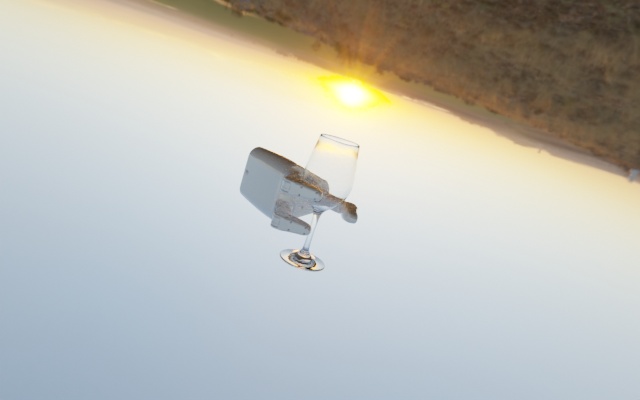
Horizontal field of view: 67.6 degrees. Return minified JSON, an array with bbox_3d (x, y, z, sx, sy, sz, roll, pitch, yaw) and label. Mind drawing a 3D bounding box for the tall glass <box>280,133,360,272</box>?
[{"bbox_3d":[0.000,0.003,0.730,0.079,0.201,0.079,17,14,-4],"label":"tall glass"}]
